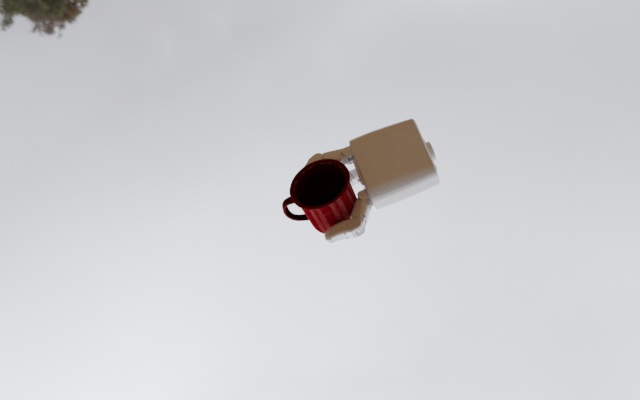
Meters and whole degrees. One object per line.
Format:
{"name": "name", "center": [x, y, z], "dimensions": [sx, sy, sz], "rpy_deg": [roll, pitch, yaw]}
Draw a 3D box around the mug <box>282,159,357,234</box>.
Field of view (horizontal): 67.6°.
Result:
{"name": "mug", "center": [-0.001, 0.003, 0.722], "dimensions": [0.117, 0.093, 0.082], "rpy_deg": [-20, -42, 9]}
